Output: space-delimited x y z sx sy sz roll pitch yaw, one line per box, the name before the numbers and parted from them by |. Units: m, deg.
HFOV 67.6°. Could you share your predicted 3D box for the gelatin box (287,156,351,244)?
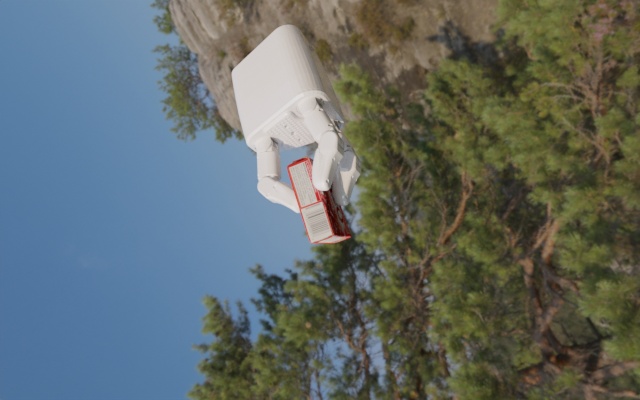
gelatin box | 0.000 0.002 0.522 0.030 0.089 0.073 -20 -11 15
